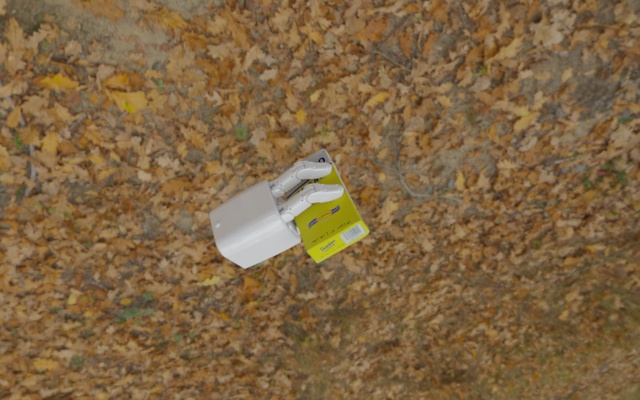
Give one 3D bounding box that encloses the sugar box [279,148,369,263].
[{"bbox_3d":[0.000,0.002,0.750,0.093,0.176,0.048,-30,-41,5],"label":"sugar box"}]
